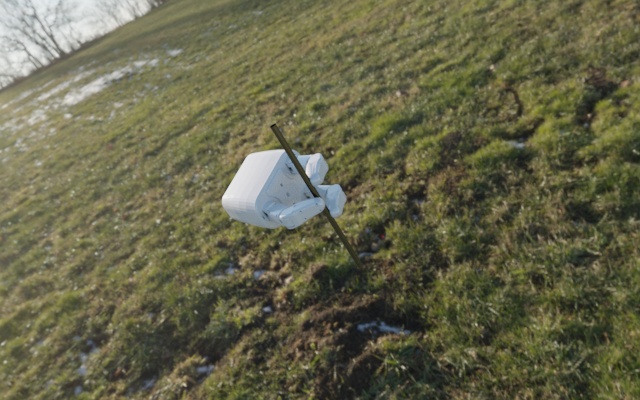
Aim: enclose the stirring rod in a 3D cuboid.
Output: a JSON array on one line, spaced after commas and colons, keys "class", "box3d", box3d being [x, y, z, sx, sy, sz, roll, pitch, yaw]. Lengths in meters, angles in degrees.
[{"class": "stirring rod", "box3d": [0.000, 0.002, 0.621, 0.011, 0.240, 0.011, -24, 28, 14]}]
